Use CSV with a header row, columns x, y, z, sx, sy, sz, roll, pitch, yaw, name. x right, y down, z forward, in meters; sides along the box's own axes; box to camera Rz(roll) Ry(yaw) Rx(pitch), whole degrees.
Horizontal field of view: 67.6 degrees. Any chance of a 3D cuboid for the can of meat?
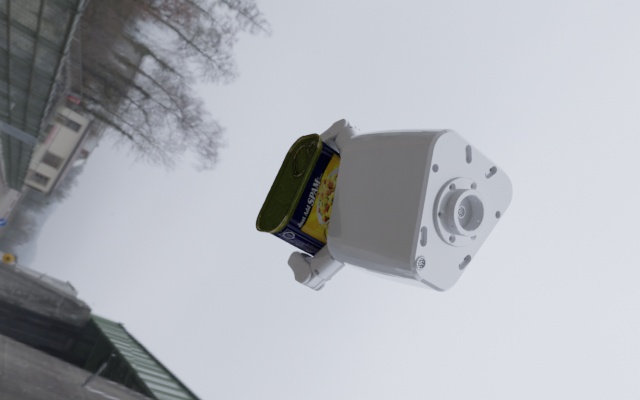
x,y,z,sx,sy,sz,roll,pitch,yaw,name
0.000,0.002,0.456,0.084,0.102,0.057,31,-16,-28,can of meat
